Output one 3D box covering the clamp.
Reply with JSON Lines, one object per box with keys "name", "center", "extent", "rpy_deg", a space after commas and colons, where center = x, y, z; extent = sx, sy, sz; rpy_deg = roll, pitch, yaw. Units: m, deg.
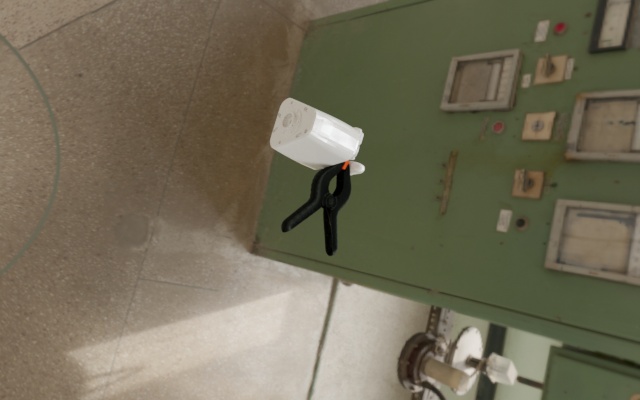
{"name": "clamp", "center": [0.001, 0.003, 0.835], "extent": [0.120, 0.171, 0.039], "rpy_deg": [22, -11, -39]}
